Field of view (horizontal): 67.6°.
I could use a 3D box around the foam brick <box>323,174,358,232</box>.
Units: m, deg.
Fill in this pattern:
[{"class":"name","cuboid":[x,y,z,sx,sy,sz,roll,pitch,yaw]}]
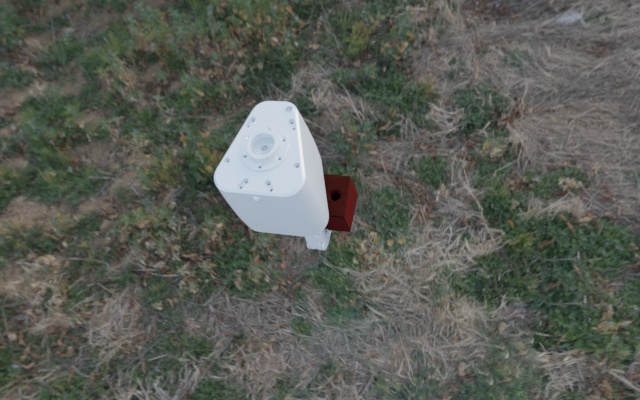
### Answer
[{"class":"foam brick","cuboid":[0.000,0.002,0.572,0.078,0.053,0.051,5,-22,14]}]
